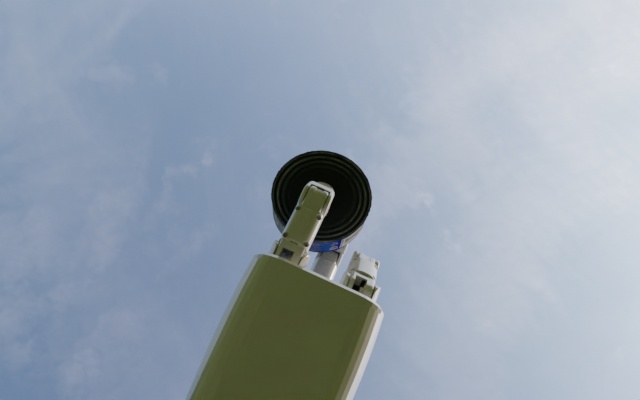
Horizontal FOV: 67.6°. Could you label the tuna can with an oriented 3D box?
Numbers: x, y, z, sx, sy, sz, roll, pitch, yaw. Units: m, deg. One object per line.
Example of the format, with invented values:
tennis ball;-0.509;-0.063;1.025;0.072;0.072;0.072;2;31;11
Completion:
tuna can;0.000;0.002;0.418;0.086;0.086;0.034;0;-24;-5
